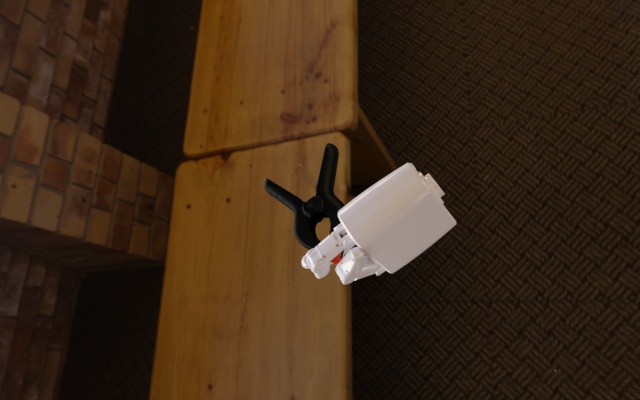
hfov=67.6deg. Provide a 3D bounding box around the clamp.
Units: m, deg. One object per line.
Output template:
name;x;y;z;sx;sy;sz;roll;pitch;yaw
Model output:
clamp;0.000;0.002;0.654;0.120;0.171;0.039;-39;-30;13
